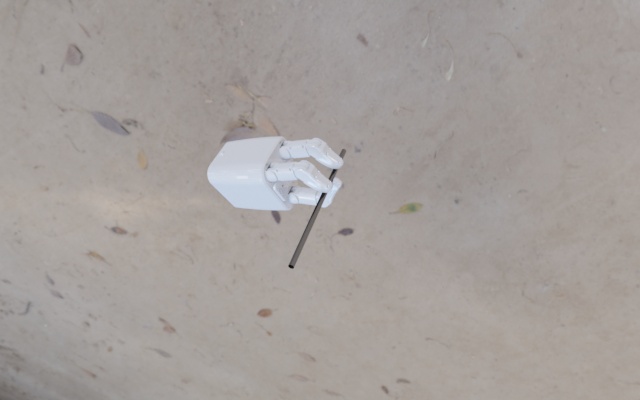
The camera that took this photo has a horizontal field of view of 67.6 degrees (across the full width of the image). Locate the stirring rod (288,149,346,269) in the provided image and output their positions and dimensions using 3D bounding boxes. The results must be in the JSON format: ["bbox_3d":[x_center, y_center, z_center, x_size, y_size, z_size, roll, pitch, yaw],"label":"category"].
[{"bbox_3d":[0.000,0.002,0.685,0.011,0.011,0.239,0,43,25],"label":"stirring rod"}]
